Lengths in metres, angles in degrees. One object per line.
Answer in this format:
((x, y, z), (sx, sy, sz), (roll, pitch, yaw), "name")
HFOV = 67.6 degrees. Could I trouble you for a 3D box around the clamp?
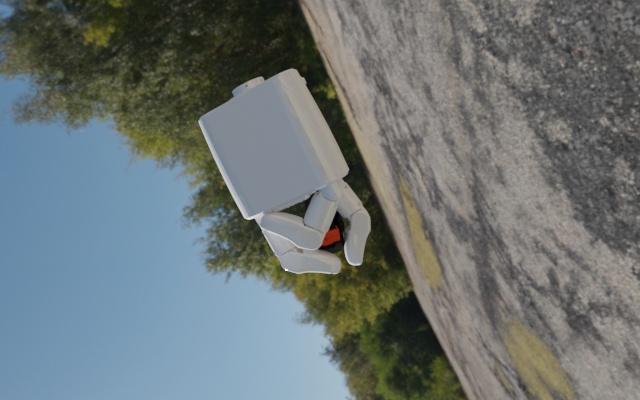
((0.000, 0.002, 0.541), (0.039, 0.120, 0.171), (-26, 8, 4), "clamp")
